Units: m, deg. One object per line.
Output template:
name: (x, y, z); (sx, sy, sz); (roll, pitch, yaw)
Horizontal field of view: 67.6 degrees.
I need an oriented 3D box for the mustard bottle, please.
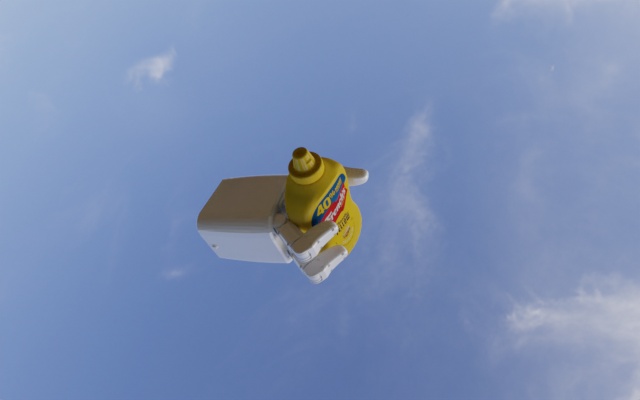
mustard bottle: (0.000, 0.002, 0.601); (0.058, 0.096, 0.192); (23, -26, 31)
